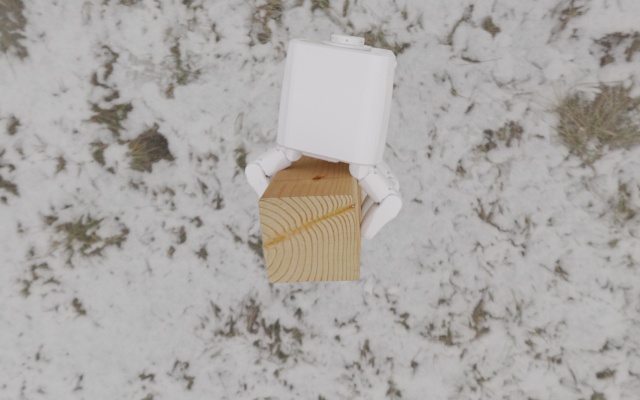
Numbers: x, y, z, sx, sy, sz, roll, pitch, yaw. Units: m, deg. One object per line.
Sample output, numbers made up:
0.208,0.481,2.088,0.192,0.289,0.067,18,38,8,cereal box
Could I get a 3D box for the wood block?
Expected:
0.000,0.001,0.538,0.091,0.090,0.206,-2,20,7,wood block
